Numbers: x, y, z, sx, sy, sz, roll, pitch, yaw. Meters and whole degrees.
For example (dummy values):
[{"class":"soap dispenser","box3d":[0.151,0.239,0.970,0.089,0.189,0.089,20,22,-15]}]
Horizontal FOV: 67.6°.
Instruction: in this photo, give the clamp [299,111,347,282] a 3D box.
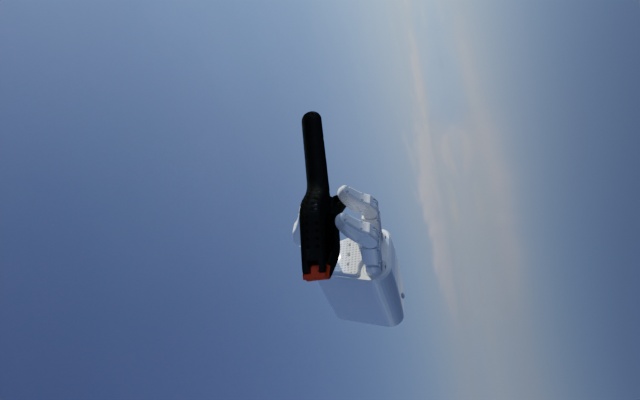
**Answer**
[{"class":"clamp","box3d":[-0.001,0.003,0.584,0.036,0.165,0.209,-10,38,16]}]
